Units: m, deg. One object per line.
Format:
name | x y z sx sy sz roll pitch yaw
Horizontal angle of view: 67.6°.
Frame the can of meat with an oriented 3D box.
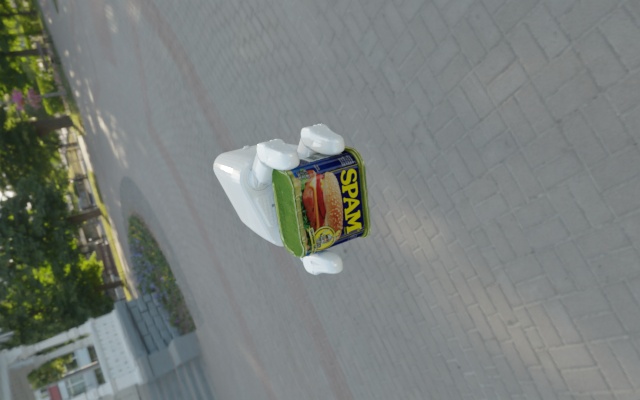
can of meat | 0.000 0.002 0.501 0.084 0.102 0.057 -18 22 -27
